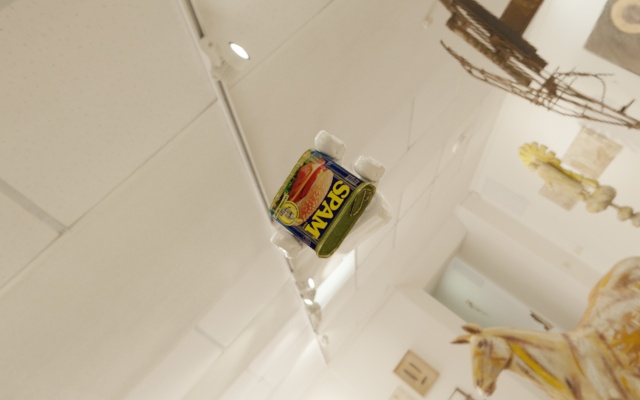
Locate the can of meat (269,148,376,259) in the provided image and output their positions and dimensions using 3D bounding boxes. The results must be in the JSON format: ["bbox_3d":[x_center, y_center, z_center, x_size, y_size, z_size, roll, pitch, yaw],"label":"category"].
[{"bbox_3d":[0.000,0.002,0.556,0.084,0.102,0.057,36,6,22],"label":"can of meat"}]
